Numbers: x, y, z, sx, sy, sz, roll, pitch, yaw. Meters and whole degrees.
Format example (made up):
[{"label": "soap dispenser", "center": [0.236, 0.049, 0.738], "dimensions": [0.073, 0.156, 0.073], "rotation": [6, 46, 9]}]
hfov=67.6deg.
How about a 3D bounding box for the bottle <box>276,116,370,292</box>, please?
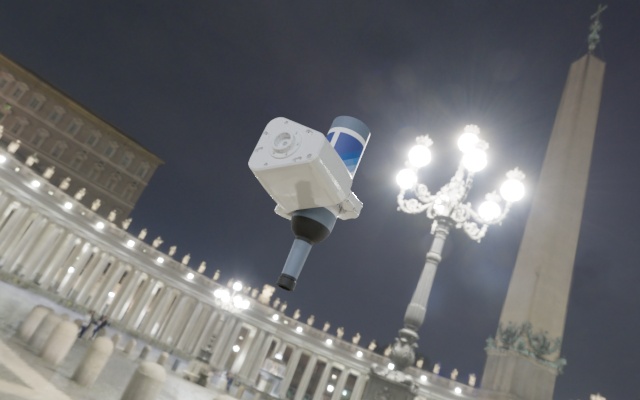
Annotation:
[{"label": "bottle", "center": [0.000, 0.002, 0.753], "dimensions": [0.069, 0.295, 0.069], "rotation": [19, -23, 8]}]
